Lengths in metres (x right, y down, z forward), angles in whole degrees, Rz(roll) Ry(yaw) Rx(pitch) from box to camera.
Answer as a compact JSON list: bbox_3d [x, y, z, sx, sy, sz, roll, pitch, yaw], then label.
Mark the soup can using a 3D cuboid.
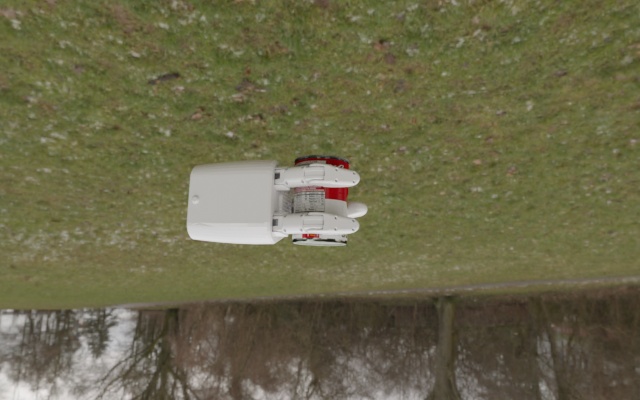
[{"bbox_3d":[0.001,0.002,0.579,0.068,0.102,0.068,2,-9,0],"label":"soup can"}]
